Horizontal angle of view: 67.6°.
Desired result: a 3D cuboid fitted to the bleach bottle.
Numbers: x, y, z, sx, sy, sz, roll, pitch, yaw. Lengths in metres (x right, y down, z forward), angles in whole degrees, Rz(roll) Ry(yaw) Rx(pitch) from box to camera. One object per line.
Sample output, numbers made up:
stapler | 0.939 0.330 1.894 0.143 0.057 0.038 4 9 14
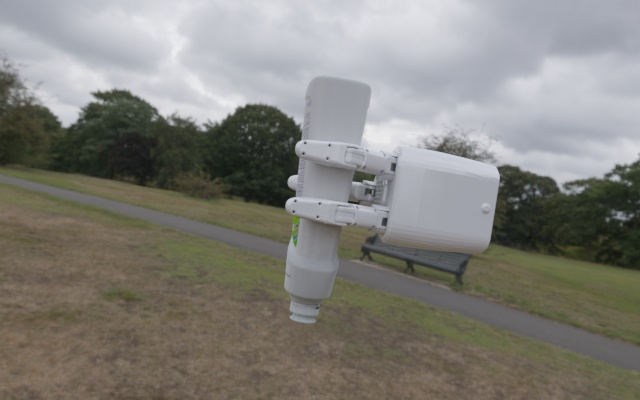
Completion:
bleach bottle | 0.000 0.002 0.512 0.068 0.251 0.102 9 0 -5
